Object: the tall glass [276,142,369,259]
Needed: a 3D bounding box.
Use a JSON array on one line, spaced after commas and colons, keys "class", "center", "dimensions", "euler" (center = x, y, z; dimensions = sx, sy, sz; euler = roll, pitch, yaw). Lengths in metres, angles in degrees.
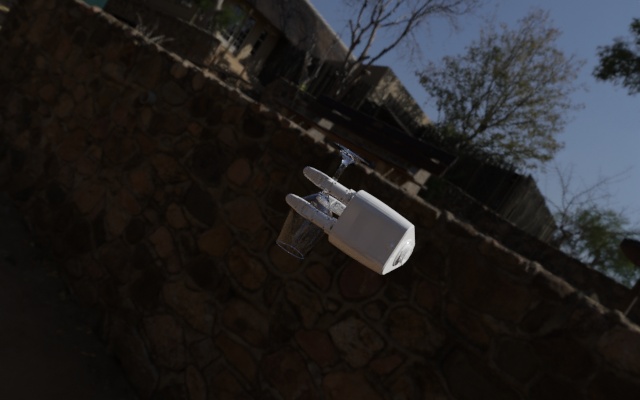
[{"class": "tall glass", "center": [0.000, 0.002, 0.832], "dimensions": [0.079, 0.201, 0.079], "euler": [33, 3, -2]}]
